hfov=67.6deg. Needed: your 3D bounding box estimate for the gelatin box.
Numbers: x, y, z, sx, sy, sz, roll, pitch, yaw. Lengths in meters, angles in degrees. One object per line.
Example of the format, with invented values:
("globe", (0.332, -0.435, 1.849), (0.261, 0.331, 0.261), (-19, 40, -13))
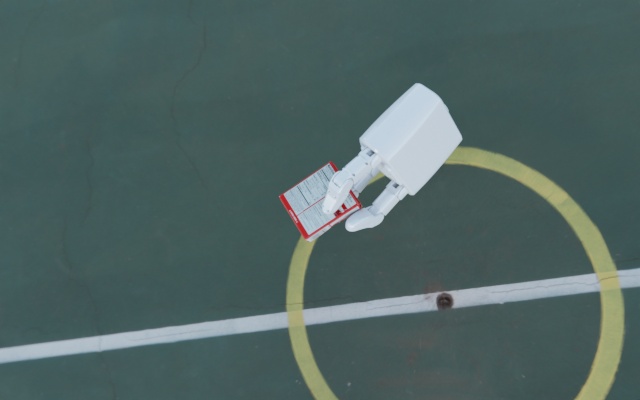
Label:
("gelatin box", (0.000, 0.002, 0.649), (0.089, 0.073, 0.030), (-34, -17, 3))
